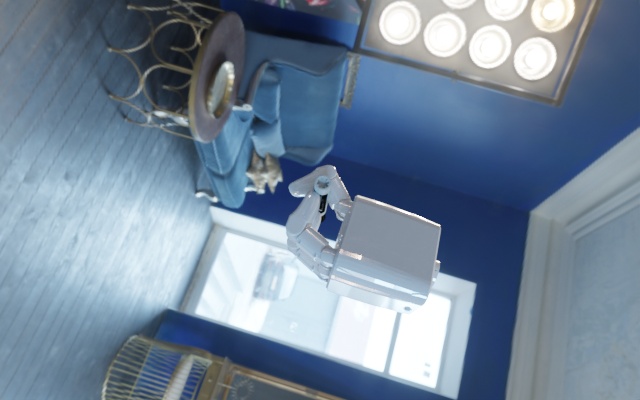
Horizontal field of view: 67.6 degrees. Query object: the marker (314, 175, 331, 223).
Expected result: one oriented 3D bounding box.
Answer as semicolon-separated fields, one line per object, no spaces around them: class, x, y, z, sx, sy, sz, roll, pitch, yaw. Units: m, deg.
marker;0.000;0.002;0.585;0.020;0.020;0.121;0;-21;-3
